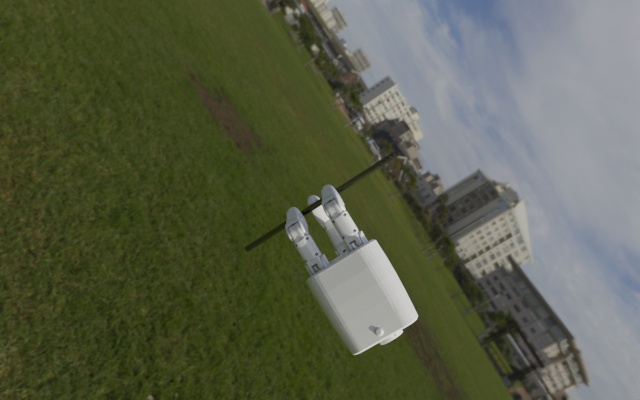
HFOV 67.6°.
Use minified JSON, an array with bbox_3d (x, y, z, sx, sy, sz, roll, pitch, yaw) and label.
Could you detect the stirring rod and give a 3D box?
[{"bbox_3d":[0.000,0.002,0.624,0.239,0.011,0.011,-33,-6,9],"label":"stirring rod"}]
